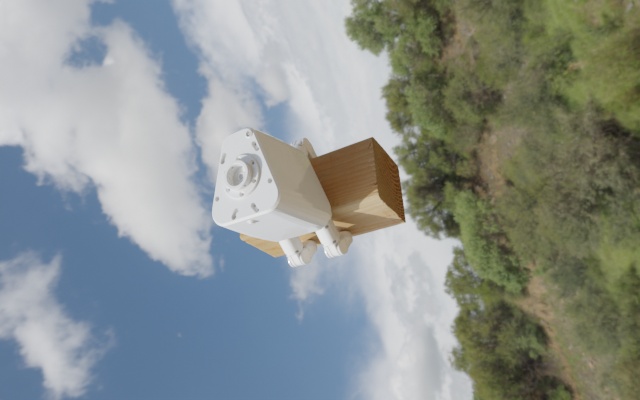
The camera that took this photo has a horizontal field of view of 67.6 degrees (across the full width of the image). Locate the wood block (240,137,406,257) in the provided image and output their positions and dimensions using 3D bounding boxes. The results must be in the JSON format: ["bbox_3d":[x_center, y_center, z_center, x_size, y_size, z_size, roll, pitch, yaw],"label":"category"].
[{"bbox_3d":[0.000,0.002,0.652,0.206,0.090,0.090,-17,-31,26],"label":"wood block"}]
